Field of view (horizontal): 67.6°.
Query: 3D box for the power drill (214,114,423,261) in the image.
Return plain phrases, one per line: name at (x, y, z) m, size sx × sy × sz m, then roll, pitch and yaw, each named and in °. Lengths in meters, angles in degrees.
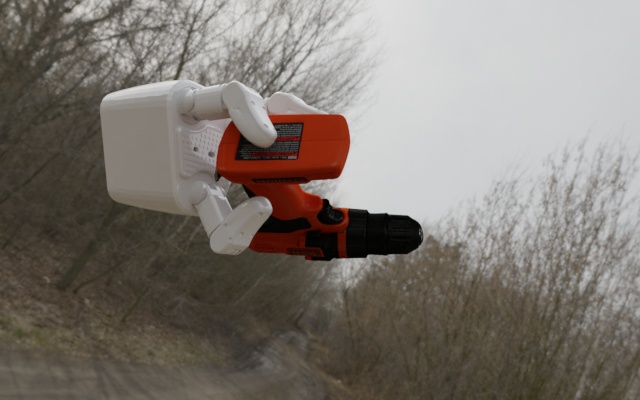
power drill at (0.000, 0.001, 0.432) m, size 0.184 × 0.057 × 0.188 m, roll -1°, pitch -31°, yaw 11°
